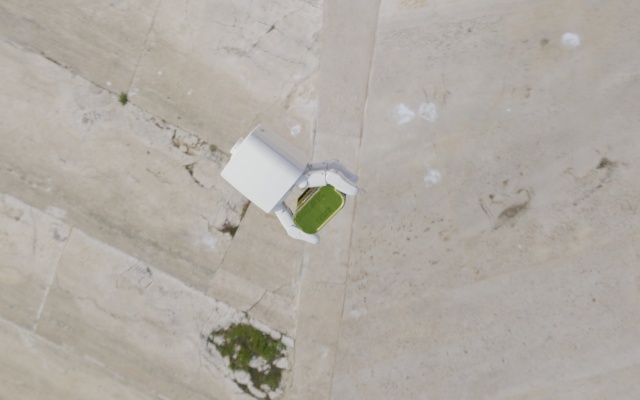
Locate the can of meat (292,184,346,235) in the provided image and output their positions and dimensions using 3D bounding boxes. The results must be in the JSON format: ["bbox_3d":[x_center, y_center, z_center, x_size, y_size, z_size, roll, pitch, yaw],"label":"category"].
[{"bbox_3d":[0.000,0.003,0.822,0.057,0.102,0.084,41,17,-9],"label":"can of meat"}]
